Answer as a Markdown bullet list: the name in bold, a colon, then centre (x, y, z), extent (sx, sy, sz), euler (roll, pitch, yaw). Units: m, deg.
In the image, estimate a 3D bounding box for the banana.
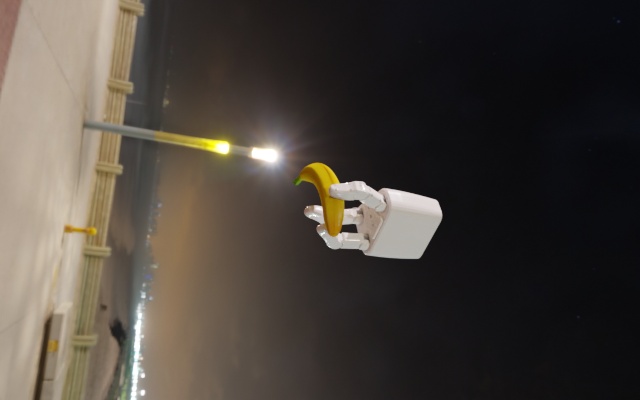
- **banana**: centre (0.005, -0.015, 0.789), extent (0.037, 0.070, 0.197), euler (11, 22, -25)
